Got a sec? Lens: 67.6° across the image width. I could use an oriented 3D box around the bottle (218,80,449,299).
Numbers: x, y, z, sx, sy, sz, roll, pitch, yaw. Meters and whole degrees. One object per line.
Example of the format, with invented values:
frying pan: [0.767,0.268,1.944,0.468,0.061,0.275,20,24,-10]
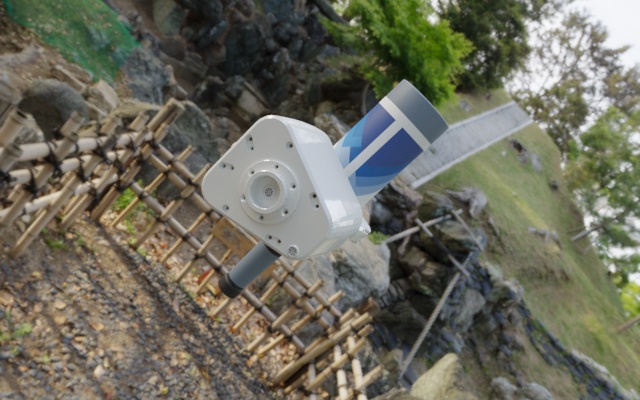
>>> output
bottle: [0.000,0.001,0.506,0.296,0.069,0.069,-43,-11,12]
